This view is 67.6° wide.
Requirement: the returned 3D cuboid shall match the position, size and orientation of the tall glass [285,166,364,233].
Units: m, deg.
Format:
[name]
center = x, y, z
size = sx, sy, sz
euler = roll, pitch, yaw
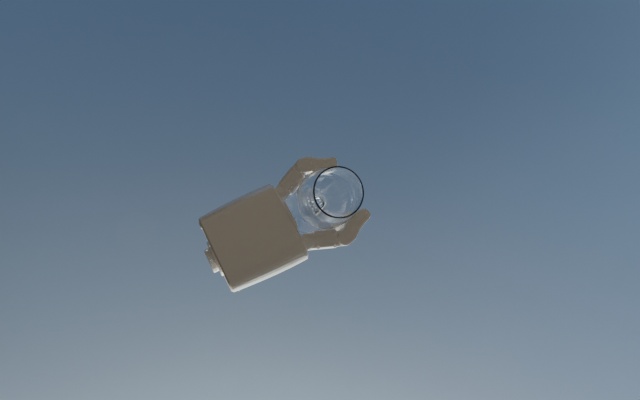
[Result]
[tall glass]
center = 0.000, 0.002, 0.649
size = 0.079, 0.079, 0.201
euler = 0, -7, -13
